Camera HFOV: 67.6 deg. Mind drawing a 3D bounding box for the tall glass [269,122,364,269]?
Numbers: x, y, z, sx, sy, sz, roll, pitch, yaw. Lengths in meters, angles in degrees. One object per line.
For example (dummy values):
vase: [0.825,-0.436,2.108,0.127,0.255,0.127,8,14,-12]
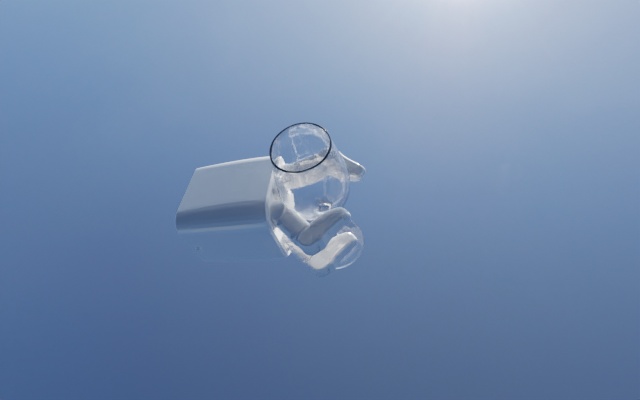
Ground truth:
tall glass: [0.000,0.002,0.538,0.079,0.079,0.201,0,-32,13]
